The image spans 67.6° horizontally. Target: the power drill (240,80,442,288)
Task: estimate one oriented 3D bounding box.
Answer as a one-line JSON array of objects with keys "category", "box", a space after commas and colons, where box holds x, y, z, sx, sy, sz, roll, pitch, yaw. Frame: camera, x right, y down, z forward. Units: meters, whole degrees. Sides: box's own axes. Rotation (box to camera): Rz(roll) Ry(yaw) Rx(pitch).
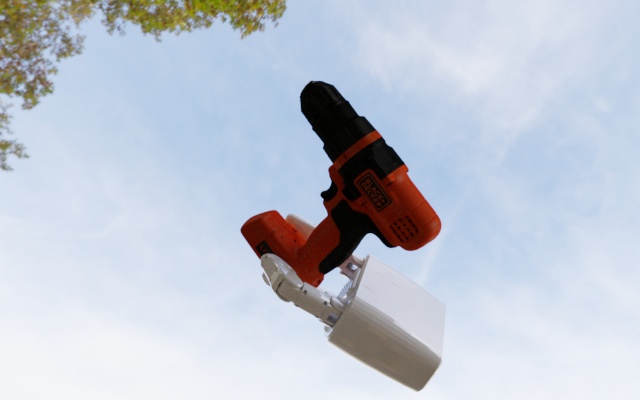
[{"category": "power drill", "box": [0.000, 0.002, 0.479, 0.188, 0.184, 0.057, -40, -7, 36]}]
